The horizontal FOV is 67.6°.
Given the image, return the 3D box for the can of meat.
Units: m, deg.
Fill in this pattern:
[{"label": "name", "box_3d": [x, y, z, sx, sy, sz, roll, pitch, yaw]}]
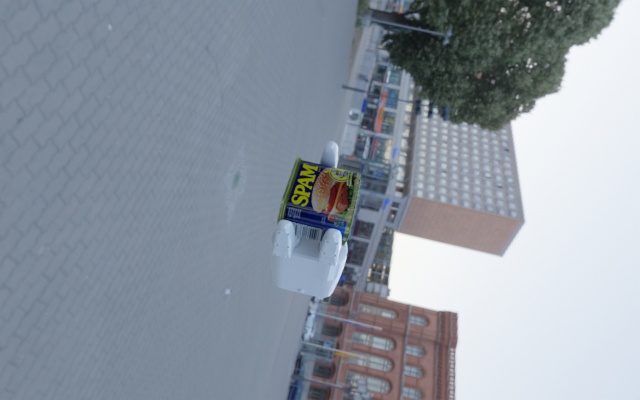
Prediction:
[{"label": "can of meat", "box_3d": [0.000, 0.002, 0.580, 0.084, 0.102, 0.057, 13, -42, 2]}]
